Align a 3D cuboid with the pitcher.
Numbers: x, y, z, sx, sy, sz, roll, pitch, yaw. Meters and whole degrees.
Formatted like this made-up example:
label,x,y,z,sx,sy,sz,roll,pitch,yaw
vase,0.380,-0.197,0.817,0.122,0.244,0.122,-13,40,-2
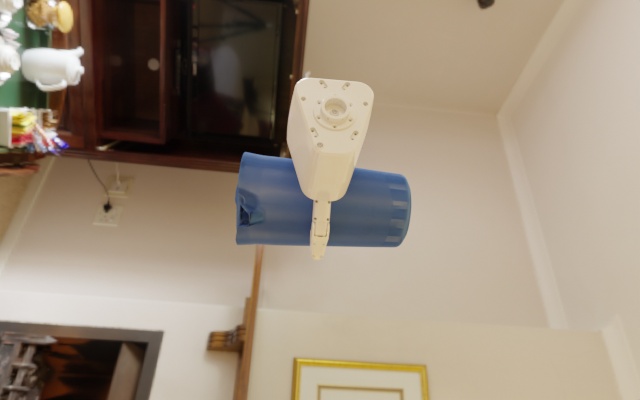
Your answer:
label,x,y,z,sx,sy,sz,roll,pitch,yaw
pitcher,0.000,0.002,0.699,0.243,0.149,0.145,5,-28,-4
